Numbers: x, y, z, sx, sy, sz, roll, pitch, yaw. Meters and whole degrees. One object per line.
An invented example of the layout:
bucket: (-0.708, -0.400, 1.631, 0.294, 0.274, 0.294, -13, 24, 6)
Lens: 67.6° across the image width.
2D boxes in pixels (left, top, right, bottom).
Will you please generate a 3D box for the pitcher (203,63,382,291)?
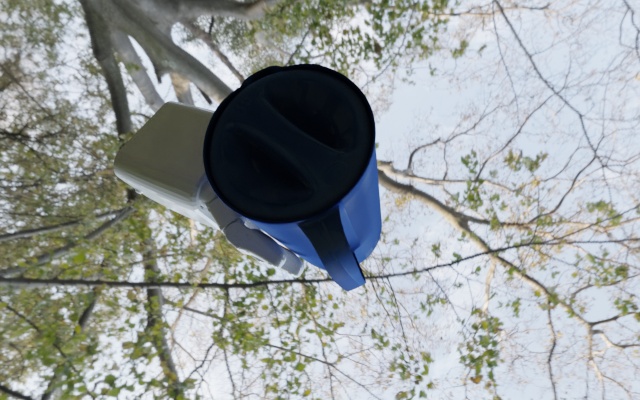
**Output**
pitcher: (0.000, 0.001, 0.456, 0.145, 0.149, 0.243, 18, -15, 18)
